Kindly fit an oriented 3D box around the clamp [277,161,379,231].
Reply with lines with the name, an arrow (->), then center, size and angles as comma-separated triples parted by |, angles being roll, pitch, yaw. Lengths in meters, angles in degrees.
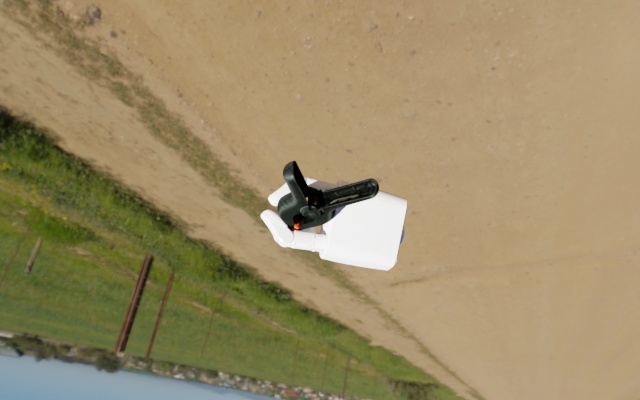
clamp -> 0.000, 0.003, 0.628 | 0.120, 0.039, 0.171 | 13, -24, -8
